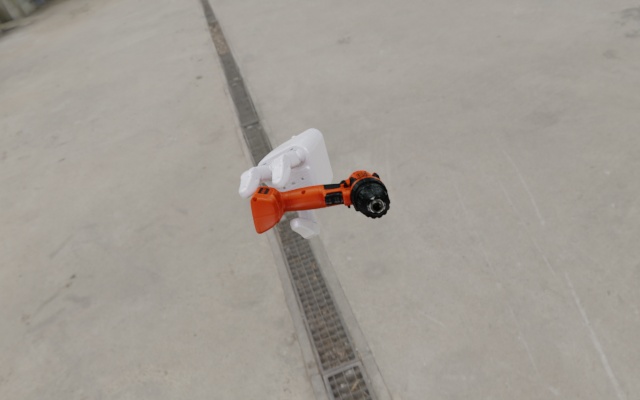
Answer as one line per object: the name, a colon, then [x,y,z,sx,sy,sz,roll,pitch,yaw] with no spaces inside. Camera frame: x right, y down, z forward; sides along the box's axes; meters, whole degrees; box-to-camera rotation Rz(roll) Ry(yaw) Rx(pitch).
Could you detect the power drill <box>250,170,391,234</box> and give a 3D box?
power drill: [0.000,0.002,0.674,0.187,0.057,0.184,-8,9,0]
